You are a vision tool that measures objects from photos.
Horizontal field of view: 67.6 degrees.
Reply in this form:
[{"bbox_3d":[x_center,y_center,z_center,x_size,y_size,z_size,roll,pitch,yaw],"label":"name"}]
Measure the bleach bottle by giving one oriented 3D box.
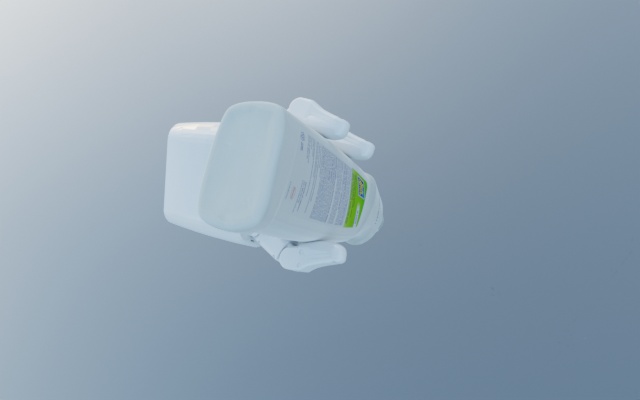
[{"bbox_3d":[0.000,0.001,0.448,0.068,0.102,0.251,8,-10,30],"label":"bleach bottle"}]
